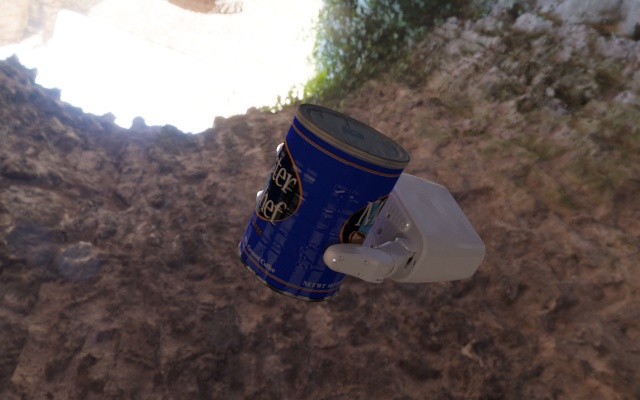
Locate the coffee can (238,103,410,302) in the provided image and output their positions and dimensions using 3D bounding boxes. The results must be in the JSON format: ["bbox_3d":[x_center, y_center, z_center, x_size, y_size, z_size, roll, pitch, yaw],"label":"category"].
[{"bbox_3d":[0.000,0.001,0.418,0.103,0.140,0.102,22,21,-9],"label":"coffee can"}]
